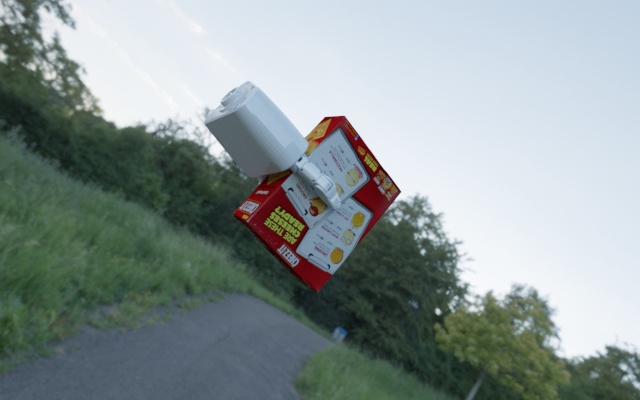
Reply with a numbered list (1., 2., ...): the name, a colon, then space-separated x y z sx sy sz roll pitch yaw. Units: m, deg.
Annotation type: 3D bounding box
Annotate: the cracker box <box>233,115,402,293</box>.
1. cracker box: 0.000 0.002 0.726 0.164 0.213 0.072 49 -16 -26
